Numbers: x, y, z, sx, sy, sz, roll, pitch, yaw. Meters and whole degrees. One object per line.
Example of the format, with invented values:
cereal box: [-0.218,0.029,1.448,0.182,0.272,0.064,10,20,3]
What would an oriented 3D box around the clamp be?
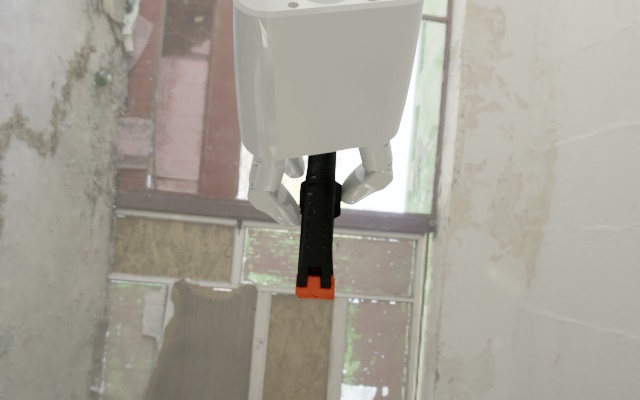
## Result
clamp: [0.001,0.002,0.426,0.036,0.209,0.165,2,-38,1]
